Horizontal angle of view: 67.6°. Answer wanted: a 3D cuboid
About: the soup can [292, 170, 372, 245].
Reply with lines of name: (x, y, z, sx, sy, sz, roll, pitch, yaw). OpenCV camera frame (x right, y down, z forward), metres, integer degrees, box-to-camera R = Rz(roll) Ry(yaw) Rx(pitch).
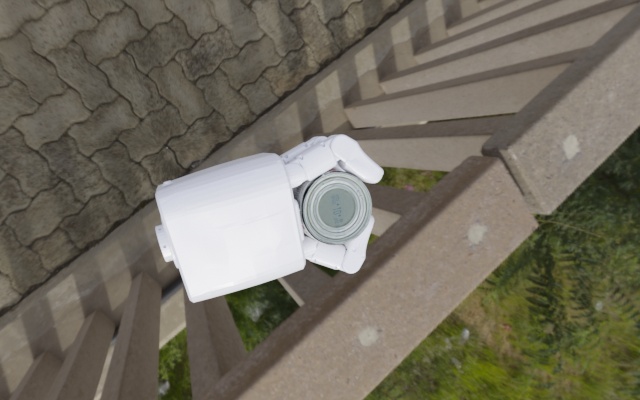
soup can: (0.001, 0.002, 0.464, 0.068, 0.068, 0.102, 0, 6, -18)
